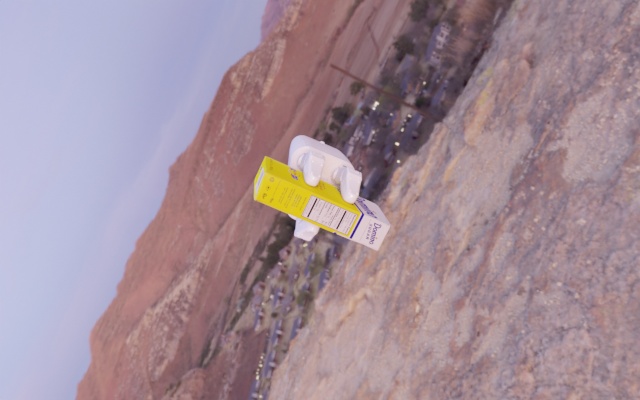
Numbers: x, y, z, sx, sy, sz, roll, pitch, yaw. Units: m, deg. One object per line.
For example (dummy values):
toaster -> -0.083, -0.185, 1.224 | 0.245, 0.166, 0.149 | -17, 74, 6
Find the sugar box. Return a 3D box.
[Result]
sugar box -> 0.000, 0.001, 0.633 | 0.176, 0.048, 0.093 | 20, 15, -13
